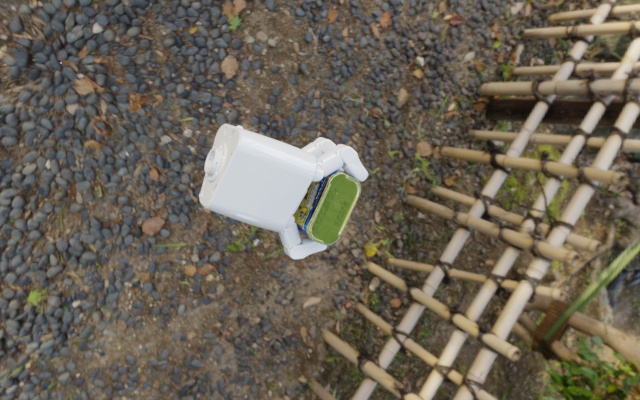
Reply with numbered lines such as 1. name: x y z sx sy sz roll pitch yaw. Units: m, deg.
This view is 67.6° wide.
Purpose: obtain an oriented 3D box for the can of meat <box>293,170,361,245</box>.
1. can of meat: 0.000 0.002 0.650 0.057 0.102 0.084 23 3 -31
